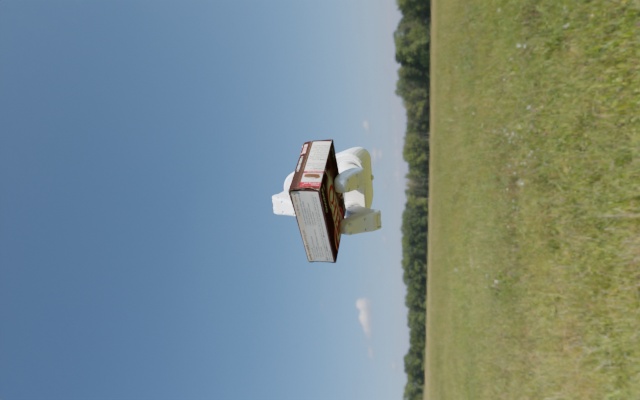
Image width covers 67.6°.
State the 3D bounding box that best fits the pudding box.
[{"bbox_3d":[0.000,0.002,0.542,0.039,0.114,0.090,-3,41,14],"label":"pudding box"}]
